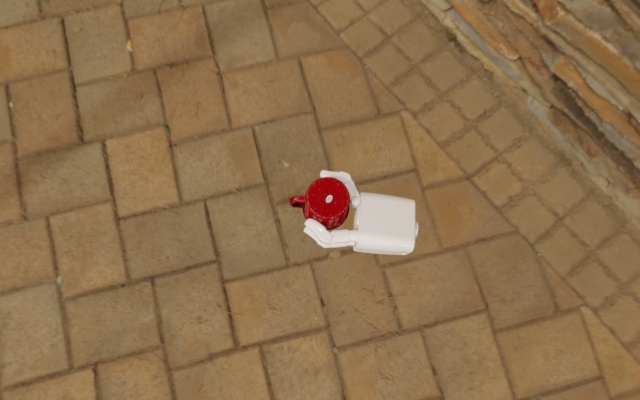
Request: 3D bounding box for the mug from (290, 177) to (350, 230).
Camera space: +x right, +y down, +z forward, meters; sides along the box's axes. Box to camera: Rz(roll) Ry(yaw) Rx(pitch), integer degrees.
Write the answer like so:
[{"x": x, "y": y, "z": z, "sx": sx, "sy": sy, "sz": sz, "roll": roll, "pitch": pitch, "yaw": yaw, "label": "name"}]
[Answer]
[{"x": -0.001, "y": 0.003, "z": 0.899, "sx": 0.117, "sy": 0.093, "sz": 0.081, "roll": 5, "pitch": -14, "yaw": -1, "label": "mug"}]
